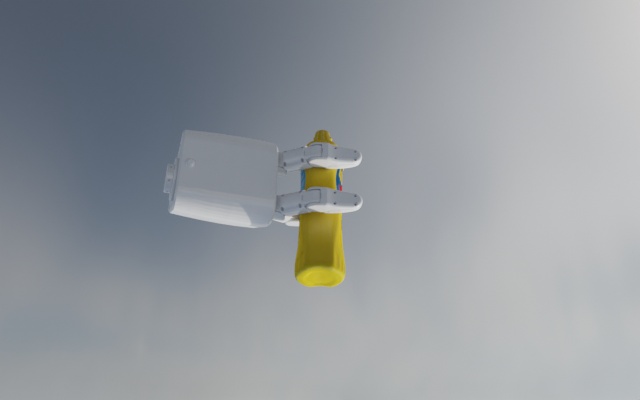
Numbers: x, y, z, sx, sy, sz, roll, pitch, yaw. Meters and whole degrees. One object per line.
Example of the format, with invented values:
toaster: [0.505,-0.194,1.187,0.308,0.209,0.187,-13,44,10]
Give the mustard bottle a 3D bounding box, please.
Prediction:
mustard bottle: [0.000,0.002,0.575,0.058,0.191,0.096,0,-23,2]
